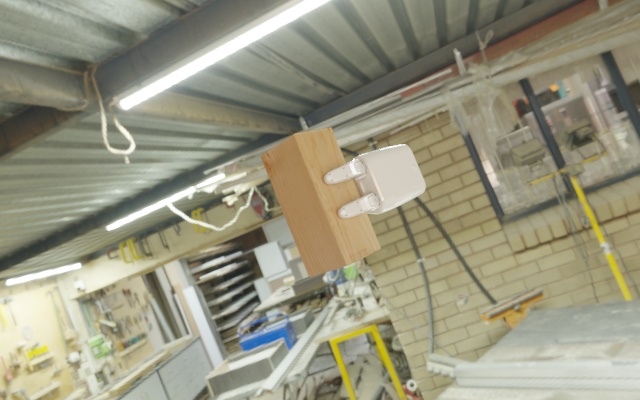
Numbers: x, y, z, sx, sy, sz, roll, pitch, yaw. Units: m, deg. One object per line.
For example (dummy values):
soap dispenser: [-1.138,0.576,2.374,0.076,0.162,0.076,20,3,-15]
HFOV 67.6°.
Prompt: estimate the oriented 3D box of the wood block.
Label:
wood block: [0.000,0.002,0.748,0.090,0.206,0.091,-19,-5,-46]
